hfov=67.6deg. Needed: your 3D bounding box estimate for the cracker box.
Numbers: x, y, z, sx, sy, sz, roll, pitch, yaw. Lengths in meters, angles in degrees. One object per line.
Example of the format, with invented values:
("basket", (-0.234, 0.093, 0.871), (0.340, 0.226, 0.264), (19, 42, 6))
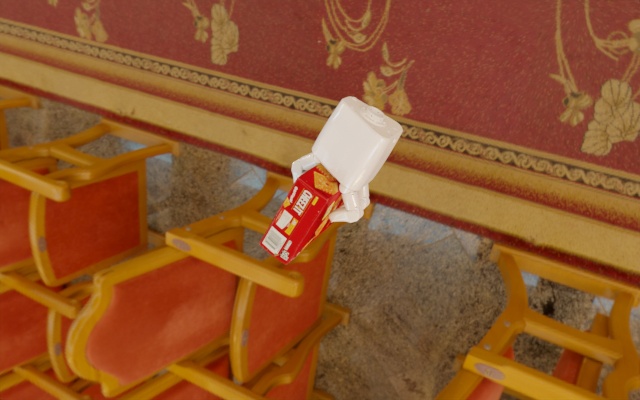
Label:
("cracker box", (0.000, 0.003, 0.869), (0.072, 0.164, 0.213), (39, 33, 10))
